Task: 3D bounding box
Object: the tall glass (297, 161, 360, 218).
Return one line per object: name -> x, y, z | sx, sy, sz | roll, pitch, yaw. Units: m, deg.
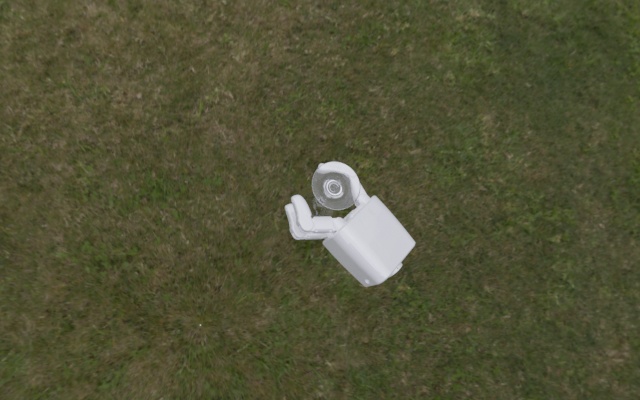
tall glass -> 0.000, 0.002, 0.793 | 0.079, 0.079, 0.201 | 0, -14, -14
